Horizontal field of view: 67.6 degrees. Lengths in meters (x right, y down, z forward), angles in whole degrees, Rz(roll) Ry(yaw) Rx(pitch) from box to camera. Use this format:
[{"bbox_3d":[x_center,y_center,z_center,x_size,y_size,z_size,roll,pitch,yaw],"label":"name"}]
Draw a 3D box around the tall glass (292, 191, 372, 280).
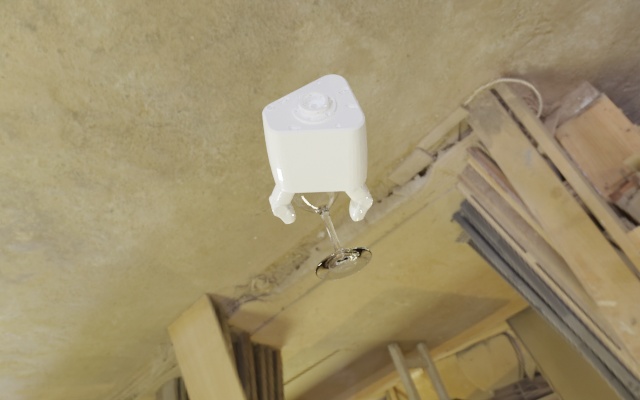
[{"bbox_3d":[0.000,0.003,0.647,0.079,0.201,0.079,-14,-34,-10],"label":"tall glass"}]
